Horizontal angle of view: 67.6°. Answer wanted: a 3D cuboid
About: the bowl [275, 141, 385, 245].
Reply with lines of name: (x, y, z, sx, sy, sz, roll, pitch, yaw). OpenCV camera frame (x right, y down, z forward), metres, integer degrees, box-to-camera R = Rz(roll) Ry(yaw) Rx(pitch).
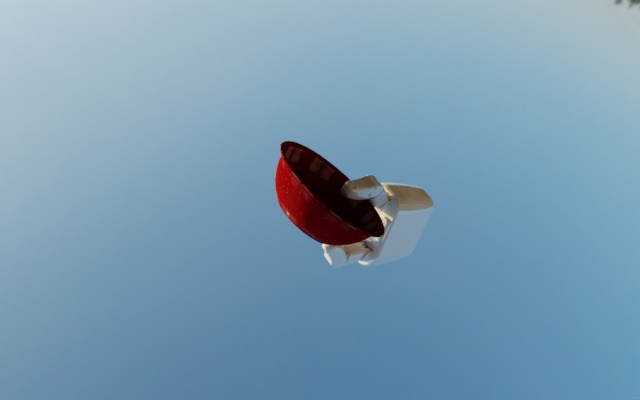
bowl: (-0.001, 0.002, 0.574, 0.162, 0.055, 0.162, 38, 18, -15)
